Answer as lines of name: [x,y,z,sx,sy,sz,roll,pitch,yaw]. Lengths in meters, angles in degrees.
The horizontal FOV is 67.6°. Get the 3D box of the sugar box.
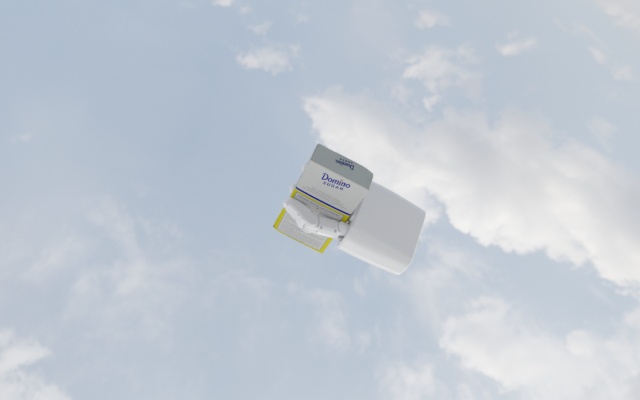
sugar box: [0.000,0.002,0.719,0.093,0.048,0.176,27,-45,-5]
